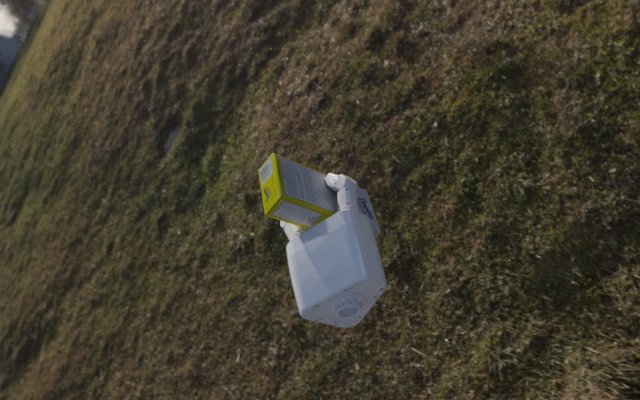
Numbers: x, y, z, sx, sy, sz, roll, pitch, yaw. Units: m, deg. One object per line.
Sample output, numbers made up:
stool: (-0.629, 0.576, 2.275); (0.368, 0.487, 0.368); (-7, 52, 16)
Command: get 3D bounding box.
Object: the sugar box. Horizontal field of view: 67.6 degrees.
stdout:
sugar box: (0.000, 0.003, 0.684); (0.176, 0.093, 0.048); (23, -54, -33)
